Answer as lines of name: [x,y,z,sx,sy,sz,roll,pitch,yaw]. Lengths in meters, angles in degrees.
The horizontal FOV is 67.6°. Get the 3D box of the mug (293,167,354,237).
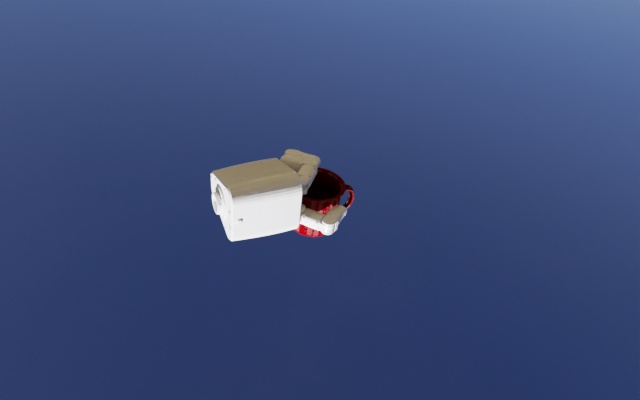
mug: [0.001,0.002,0.783,0.117,0.082,0.093,-10,41,-23]
